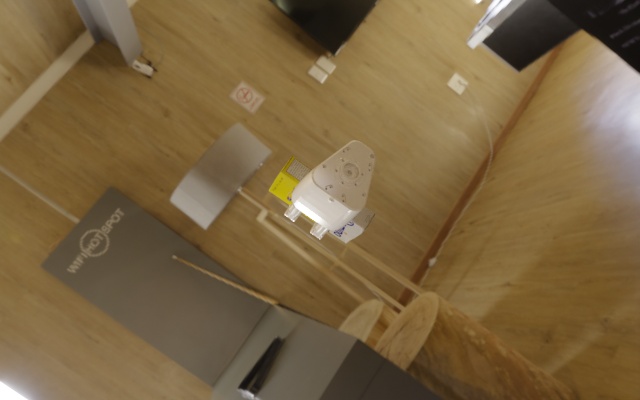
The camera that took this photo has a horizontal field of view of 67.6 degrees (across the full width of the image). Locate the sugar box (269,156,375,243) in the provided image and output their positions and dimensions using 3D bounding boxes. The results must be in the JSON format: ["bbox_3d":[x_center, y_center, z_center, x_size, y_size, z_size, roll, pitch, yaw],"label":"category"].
[{"bbox_3d":[0.000,0.003,0.848,0.176,0.048,0.093,36,-28,-4],"label":"sugar box"}]
